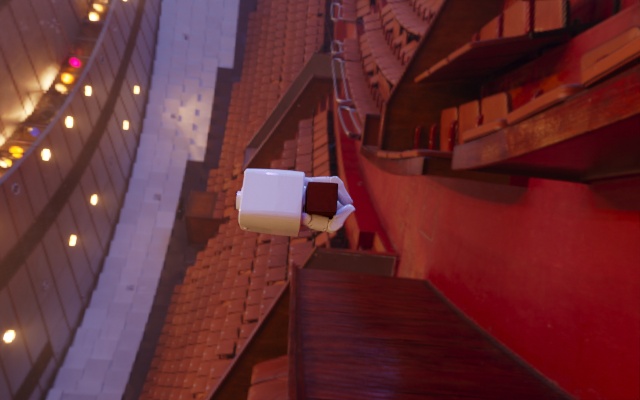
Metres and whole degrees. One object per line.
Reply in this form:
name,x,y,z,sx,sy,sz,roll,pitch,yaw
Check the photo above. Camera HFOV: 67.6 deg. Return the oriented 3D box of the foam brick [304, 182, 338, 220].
foam brick,0.000,0.003,0.828,0.051,0.053,0.078,4,-14,-4
